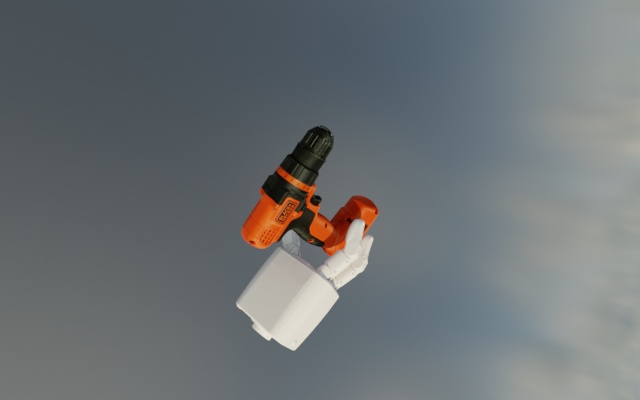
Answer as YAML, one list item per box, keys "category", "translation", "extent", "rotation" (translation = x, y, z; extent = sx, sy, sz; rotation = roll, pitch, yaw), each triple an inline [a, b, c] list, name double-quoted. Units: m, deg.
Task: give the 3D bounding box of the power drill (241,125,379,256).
- category: "power drill"
  translation: [0.000, 0.003, 0.680]
  extent: [0.188, 0.184, 0.057]
  rotation: [26, 14, -44]
